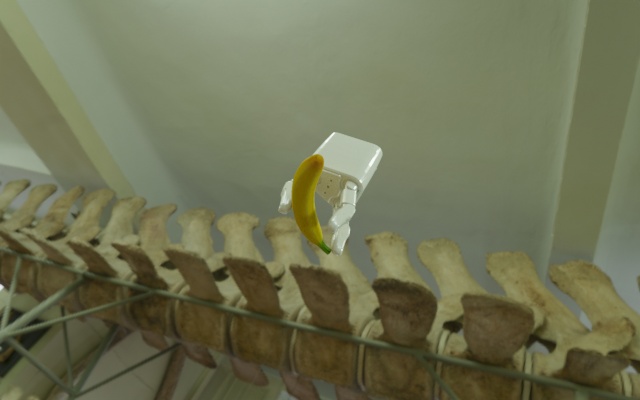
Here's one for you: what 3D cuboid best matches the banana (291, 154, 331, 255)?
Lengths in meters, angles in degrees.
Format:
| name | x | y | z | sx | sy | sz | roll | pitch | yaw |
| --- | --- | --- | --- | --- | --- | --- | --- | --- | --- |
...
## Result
| name | x | y | z | sx | sy | sz | roll | pitch | yaw |
| --- | --- | --- | --- | --- | --- | --- | --- | --- | --- |
| banana | -0.016 | 0.001 | 0.759 | 0.069 | 0.198 | 0.037 | 15 | 45 | 23 |
